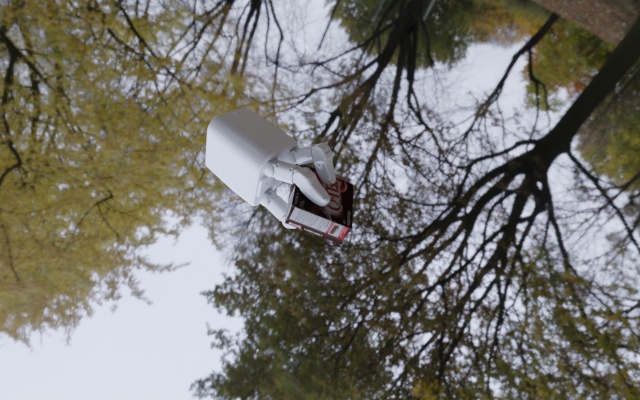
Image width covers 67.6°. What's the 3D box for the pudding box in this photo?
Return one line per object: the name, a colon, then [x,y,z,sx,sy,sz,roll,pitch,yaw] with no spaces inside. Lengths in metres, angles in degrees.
pudding box: [0.000,0.002,0.685,0.090,0.039,0.113,21,37,-10]
